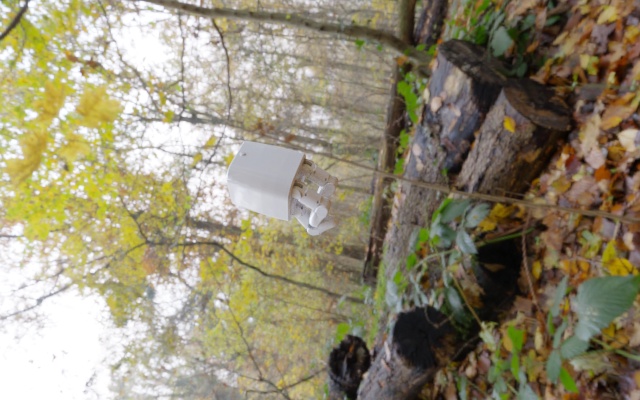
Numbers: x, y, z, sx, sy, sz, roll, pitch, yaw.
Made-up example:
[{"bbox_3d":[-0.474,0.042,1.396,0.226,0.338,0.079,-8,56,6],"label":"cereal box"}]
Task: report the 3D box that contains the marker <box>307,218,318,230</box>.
[{"bbox_3d":[0.000,0.003,0.837,0.020,0.020,0.121,0,42,18],"label":"marker"}]
